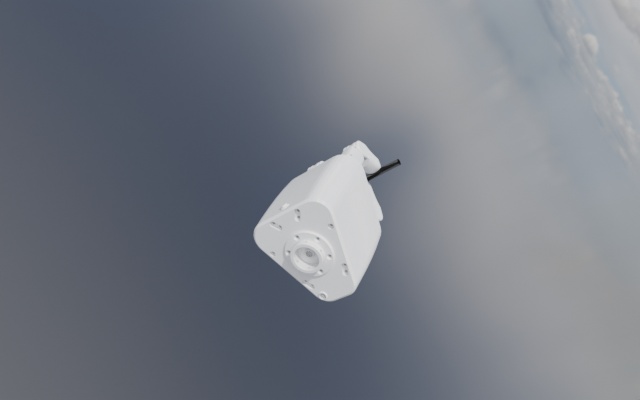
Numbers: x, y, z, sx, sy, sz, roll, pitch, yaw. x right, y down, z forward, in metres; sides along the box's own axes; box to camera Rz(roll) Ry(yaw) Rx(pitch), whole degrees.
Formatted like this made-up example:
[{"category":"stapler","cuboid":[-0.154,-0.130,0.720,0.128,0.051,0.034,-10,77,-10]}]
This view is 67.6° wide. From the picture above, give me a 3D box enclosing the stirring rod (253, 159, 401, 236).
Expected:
[{"category":"stirring rod","cuboid":[0.000,0.002,0.629,0.239,0.011,0.011,-27,-14,28]}]
